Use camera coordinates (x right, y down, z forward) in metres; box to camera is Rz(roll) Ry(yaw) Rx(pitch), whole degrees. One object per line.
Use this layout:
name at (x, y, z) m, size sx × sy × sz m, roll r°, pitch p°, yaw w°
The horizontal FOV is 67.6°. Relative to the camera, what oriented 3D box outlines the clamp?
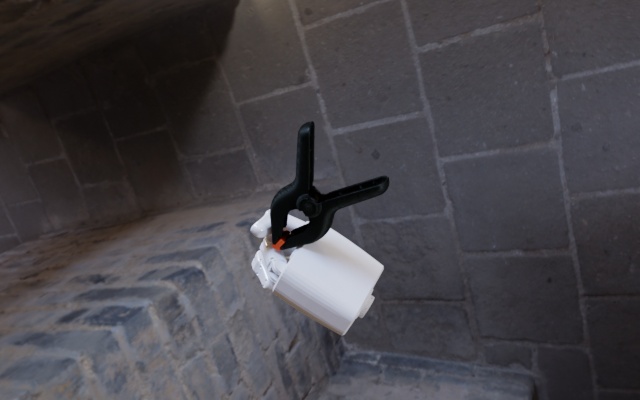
clamp at (0.000, 0.002, 0.575) m, size 0.120 × 0.171 × 0.039 m, roll 31°, pitch 32°, yaw 5°
